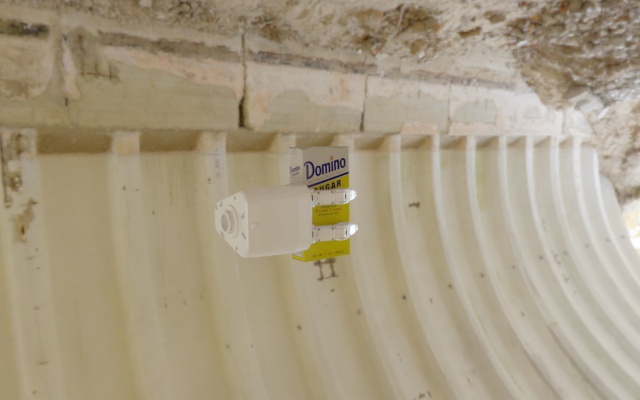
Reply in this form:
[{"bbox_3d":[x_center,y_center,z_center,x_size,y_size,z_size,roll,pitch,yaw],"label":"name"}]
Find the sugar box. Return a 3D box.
[{"bbox_3d":[0.000,0.003,0.756,0.093,0.176,0.048,-6,10,-35],"label":"sugar box"}]
